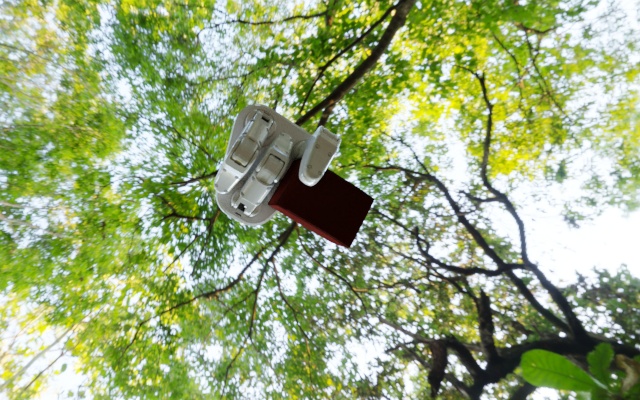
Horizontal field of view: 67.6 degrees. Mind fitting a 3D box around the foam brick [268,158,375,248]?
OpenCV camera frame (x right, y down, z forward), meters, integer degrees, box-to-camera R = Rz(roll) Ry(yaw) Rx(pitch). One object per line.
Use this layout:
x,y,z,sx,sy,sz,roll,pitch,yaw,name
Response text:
0.000,0.002,0.444,0.078,0.053,0.051,32,-9,-12,foam brick
